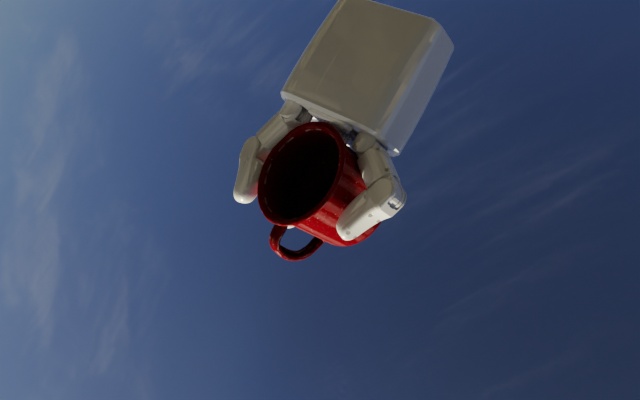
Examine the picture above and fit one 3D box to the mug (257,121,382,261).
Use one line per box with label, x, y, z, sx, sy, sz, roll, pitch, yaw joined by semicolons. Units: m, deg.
mug;0.000;0.003;0.417;0.093;0.117;0.081;30;-1;45
